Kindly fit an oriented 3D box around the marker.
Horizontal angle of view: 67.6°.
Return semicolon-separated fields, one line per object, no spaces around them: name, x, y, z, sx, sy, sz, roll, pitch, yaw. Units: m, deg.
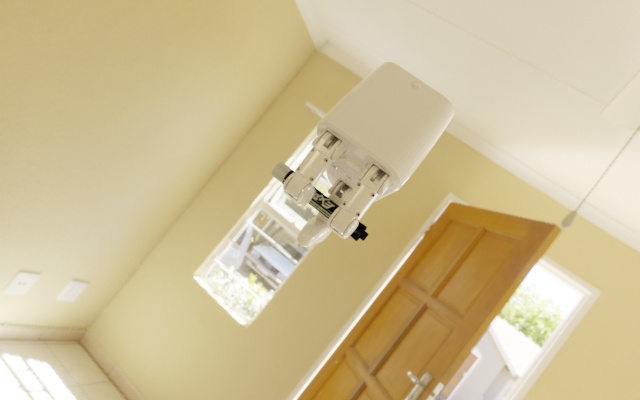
marker;0.000;0.002;0.501;0.121;0.020;0.020;38;7;10
